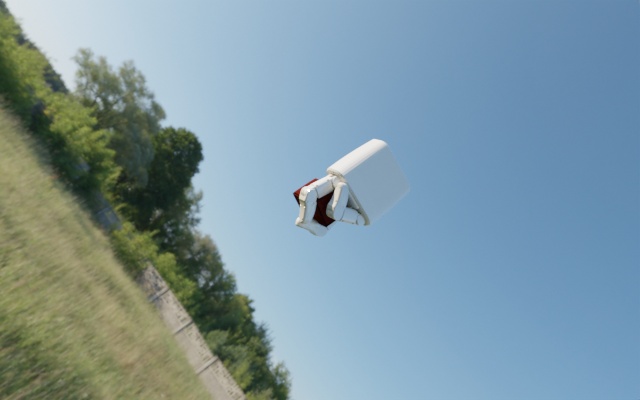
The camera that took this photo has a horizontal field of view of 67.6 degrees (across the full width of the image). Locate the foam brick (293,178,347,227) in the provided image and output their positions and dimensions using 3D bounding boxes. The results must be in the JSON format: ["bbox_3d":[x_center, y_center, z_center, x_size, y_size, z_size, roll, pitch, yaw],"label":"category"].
[{"bbox_3d":[0.000,0.003,0.821,0.051,0.053,0.078,-36,31,-19],"label":"foam brick"}]
